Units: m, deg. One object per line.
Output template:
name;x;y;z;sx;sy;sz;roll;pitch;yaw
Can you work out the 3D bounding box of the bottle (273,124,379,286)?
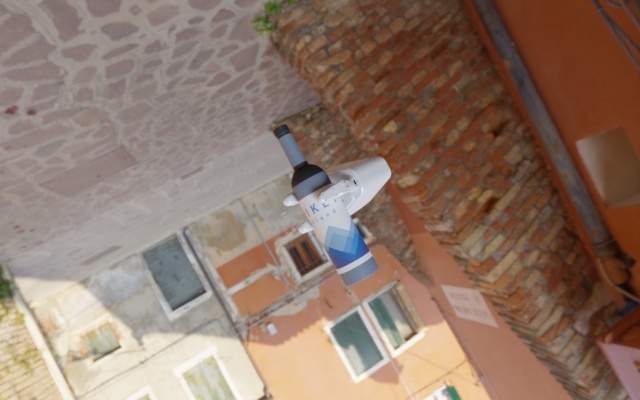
bottle;0.000;0.003;0.824;0.069;0.295;0.069;-29;-2;-1
